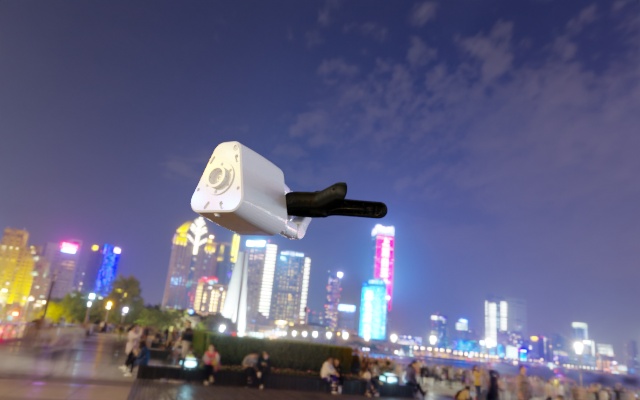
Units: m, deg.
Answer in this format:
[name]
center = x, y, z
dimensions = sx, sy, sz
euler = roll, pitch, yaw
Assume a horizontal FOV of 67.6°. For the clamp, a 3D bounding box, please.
[clamp]
center = 0.000, 0.002, 0.705
dimensions = 0.171, 0.039, 0.120
euler = -4, -24, 29
